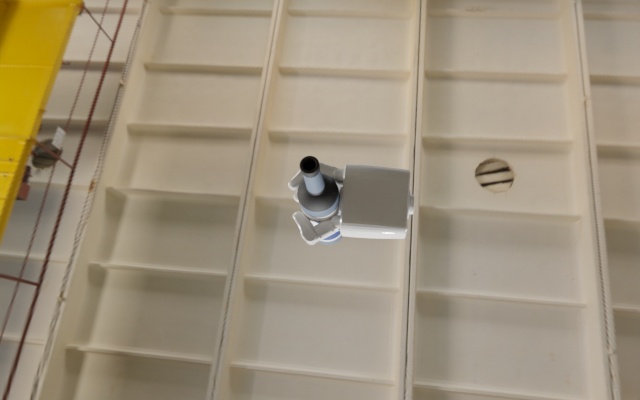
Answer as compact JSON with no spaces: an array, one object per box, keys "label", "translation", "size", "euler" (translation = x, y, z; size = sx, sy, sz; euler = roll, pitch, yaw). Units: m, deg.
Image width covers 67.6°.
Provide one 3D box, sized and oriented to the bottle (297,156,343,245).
[{"label":"bottle","translation":[0.000,0.003,0.787],"size":[0.069,0.069,0.296],"euler":[0,-20,6]}]
